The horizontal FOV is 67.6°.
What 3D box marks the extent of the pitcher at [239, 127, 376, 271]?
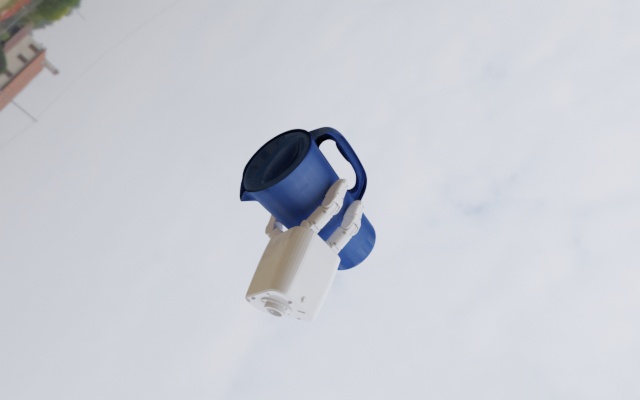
[{"bbox_3d":[0.000,0.003,0.790,0.149,0.145,0.243,-6,-43,40],"label":"pitcher"}]
